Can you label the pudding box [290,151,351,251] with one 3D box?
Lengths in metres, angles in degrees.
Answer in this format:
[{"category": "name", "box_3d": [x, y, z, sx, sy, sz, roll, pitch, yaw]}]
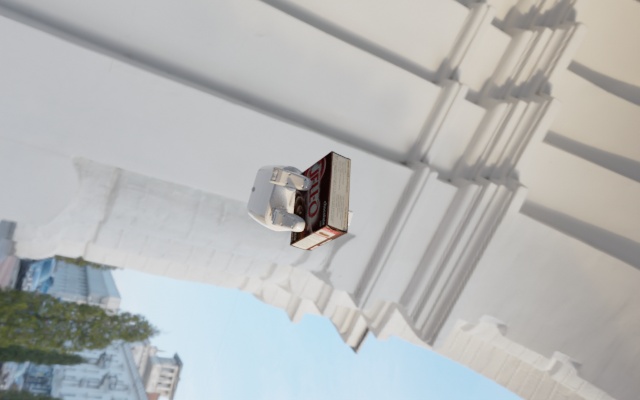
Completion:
[{"category": "pudding box", "box_3d": [0.000, 0.002, 0.646, 0.039, 0.113, 0.090, 17, -29, -28]}]
